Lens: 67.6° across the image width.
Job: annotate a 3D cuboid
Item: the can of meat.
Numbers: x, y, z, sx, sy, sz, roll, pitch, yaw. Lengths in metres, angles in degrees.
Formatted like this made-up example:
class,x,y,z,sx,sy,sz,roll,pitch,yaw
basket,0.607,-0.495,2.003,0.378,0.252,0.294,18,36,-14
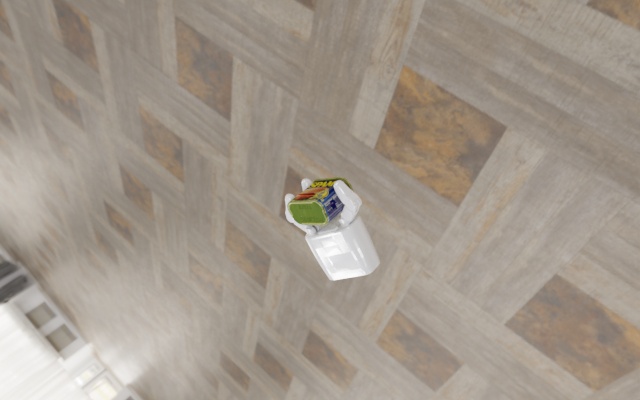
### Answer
class,x,y,z,sx,sy,sz,roll,pitch,yaw
can of meat,0.000,0.003,0.889,0.102,0.057,0.084,-3,29,47
